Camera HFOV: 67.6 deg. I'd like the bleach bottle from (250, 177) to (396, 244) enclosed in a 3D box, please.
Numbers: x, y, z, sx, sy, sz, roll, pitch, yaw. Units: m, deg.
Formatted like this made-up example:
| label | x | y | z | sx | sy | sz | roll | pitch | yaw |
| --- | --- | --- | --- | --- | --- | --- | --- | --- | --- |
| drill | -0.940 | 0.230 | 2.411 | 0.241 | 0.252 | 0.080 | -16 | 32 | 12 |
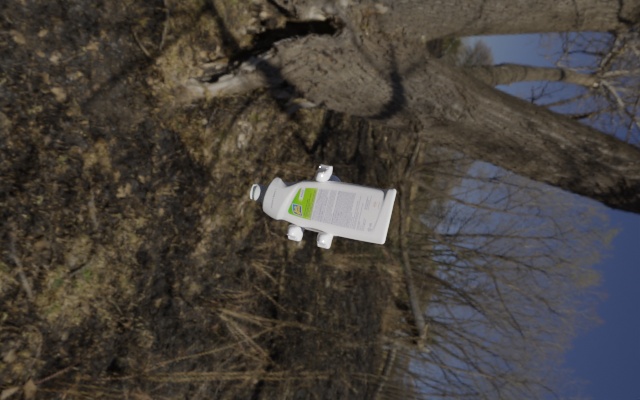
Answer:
| label | x | y | z | sx | sy | sz | roll | pitch | yaw |
| --- | --- | --- | --- | --- | --- | --- | --- | --- | --- |
| bleach bottle | 0.000 | 0.003 | 0.848 | 0.251 | 0.102 | 0.068 | 13 | -7 | 8 |
